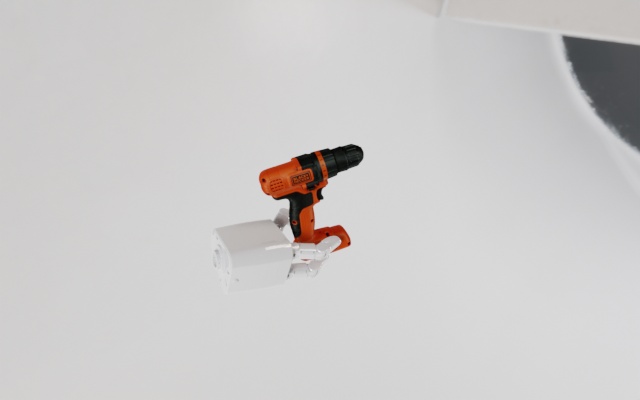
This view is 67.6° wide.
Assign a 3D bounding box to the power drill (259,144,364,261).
[{"bbox_3d":[0.000,0.003,0.837,0.184,0.188,0.057,-17,27,-7],"label":"power drill"}]
